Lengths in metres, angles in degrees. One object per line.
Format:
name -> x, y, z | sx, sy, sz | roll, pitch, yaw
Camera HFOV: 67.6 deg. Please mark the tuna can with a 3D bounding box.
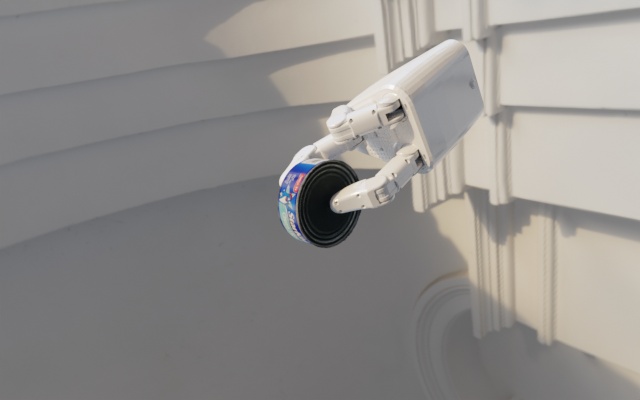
tuna can -> 0.000, 0.001, 0.469 | 0.086, 0.086, 0.033 | 0, 8, -43
